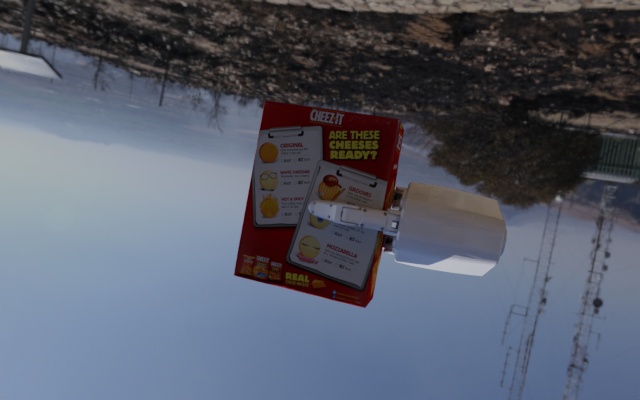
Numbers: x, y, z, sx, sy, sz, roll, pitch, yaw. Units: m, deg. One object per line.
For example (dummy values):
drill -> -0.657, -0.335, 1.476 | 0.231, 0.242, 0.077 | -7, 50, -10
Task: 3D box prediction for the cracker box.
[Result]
cracker box -> 0.000, 0.002, 0.573 | 0.164, 0.213, 0.072 | 11, 2, 14
